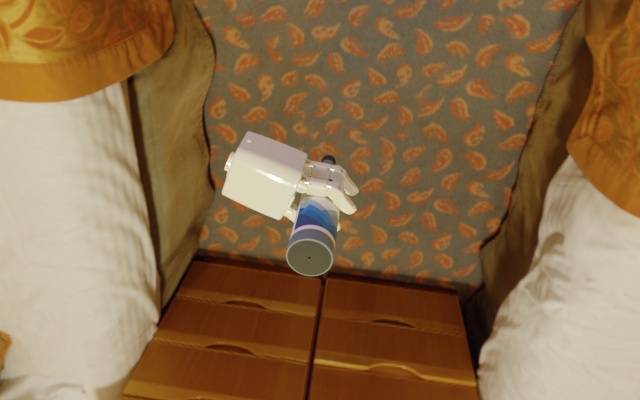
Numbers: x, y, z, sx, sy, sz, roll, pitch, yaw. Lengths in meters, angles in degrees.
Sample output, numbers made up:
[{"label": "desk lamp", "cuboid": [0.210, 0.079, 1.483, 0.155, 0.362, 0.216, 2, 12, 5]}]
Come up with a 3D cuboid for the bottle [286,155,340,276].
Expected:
[{"label": "bottle", "cuboid": [0.000, 0.003, 0.785, 0.069, 0.069, 0.295, 0, 32, 7]}]
